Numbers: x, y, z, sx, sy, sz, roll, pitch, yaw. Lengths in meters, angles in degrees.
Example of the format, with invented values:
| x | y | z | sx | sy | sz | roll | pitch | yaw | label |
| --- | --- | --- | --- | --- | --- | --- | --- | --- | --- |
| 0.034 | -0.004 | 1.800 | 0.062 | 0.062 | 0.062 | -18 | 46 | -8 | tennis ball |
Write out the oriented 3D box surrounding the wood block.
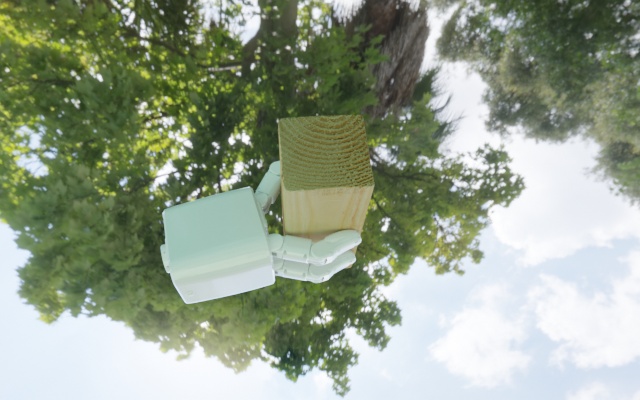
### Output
| x | y | z | sx | sy | sz | roll | pitch | yaw | label |
| --- | --- | --- | --- | --- | --- | --- | --- | --- | --- |
| 0.000 | 0.002 | 0.560 | 0.090 | 0.090 | 0.206 | -4 | -29 | -6 | wood block |
